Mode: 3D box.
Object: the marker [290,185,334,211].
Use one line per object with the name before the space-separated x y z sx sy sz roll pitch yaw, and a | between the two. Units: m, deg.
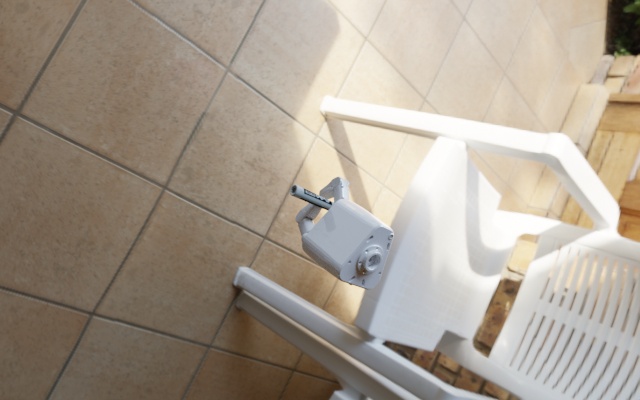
marker | 0.000 0.003 0.794 0.121 0.020 0.020 24 -16 -39
